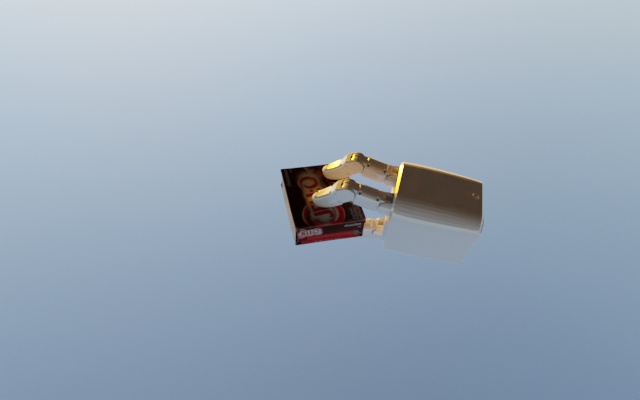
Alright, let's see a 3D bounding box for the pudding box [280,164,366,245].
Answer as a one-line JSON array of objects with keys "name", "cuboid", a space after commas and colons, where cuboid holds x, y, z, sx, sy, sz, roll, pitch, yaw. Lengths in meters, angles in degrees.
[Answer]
[{"name": "pudding box", "cuboid": [0.000, 0.002, 0.628, 0.090, 0.039, 0.113, -7, 44, -13]}]
